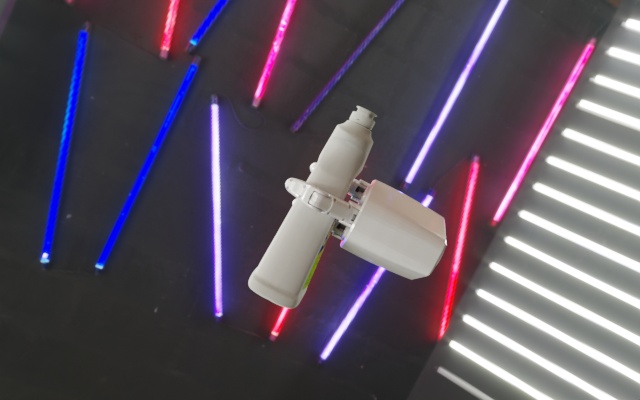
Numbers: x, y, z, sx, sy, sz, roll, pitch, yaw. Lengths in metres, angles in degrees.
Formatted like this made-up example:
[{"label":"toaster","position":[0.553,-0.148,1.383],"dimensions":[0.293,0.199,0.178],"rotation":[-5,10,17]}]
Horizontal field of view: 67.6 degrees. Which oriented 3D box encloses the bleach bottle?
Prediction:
[{"label":"bleach bottle","position":[0.000,0.002,0.589],"dimensions":[0.068,0.251,0.102],"rotation":[27,5,3]}]
